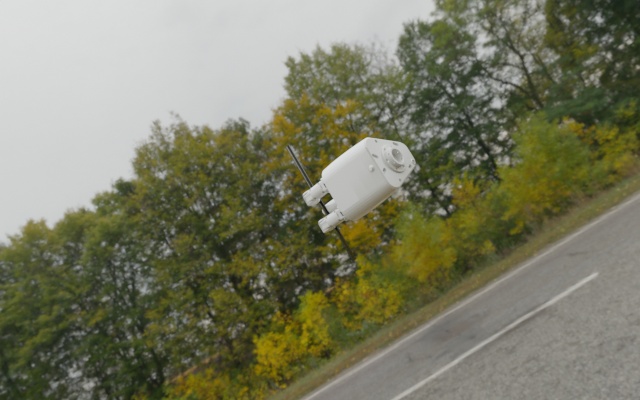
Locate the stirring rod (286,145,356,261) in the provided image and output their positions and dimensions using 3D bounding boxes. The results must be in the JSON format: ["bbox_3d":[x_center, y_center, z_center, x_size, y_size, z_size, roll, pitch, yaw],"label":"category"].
[{"bbox_3d":[0.000,0.003,0.861,0.011,0.239,0.011,-30,-8,-5],"label":"stirring rod"}]
